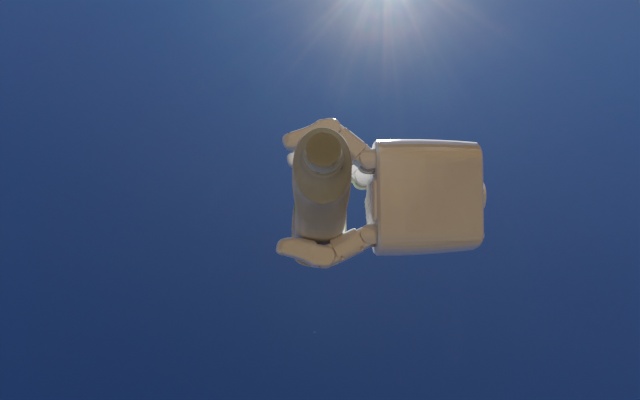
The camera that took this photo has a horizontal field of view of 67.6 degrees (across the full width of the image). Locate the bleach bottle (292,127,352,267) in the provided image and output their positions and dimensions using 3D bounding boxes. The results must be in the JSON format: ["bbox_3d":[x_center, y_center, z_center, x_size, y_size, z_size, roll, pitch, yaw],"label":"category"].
[{"bbox_3d":[0.000,0.002,0.488,0.068,0.102,0.251,0,-15,-1],"label":"bleach bottle"}]
